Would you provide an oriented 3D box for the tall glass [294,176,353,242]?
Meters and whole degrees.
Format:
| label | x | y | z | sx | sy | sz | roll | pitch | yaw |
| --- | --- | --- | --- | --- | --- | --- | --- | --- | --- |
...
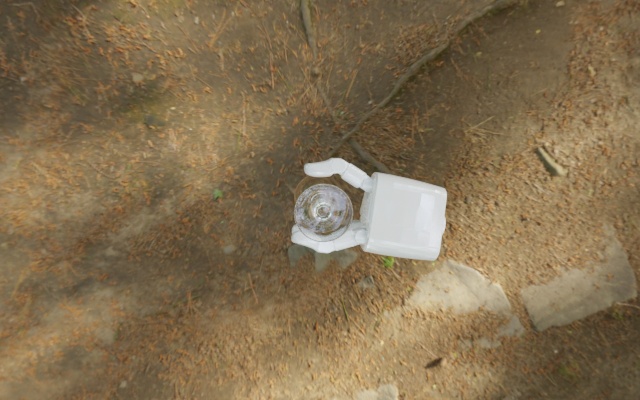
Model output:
| label | x | y | z | sx | sy | sz | roll | pitch | yaw |
| --- | --- | --- | --- | --- | --- | --- | --- | --- | --- |
| tall glass | 0.000 | 0.002 | 0.696 | 0.079 | 0.079 | 0.201 | 0 | 8 | -3 |
